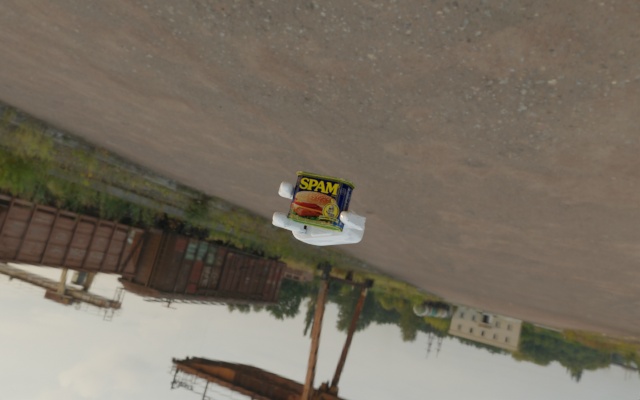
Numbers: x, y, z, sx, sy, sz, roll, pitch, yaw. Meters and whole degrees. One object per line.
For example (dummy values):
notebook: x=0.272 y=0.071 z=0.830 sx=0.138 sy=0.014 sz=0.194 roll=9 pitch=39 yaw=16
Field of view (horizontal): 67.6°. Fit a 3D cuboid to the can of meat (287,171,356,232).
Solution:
can of meat: x=0.000 y=0.003 z=0.817 sx=0.102 sy=0.084 sz=0.057 roll=11 pitch=-9 yaw=19
